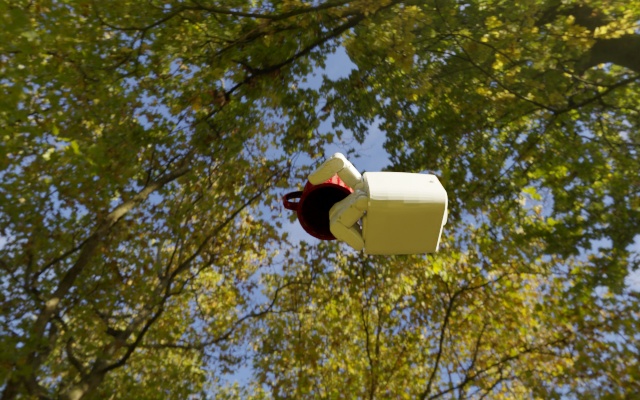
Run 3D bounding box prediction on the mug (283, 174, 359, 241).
[{"bbox_3d":[-0.001,0.002,0.739,0.117,0.093,0.081,1,22,1],"label":"mug"}]
